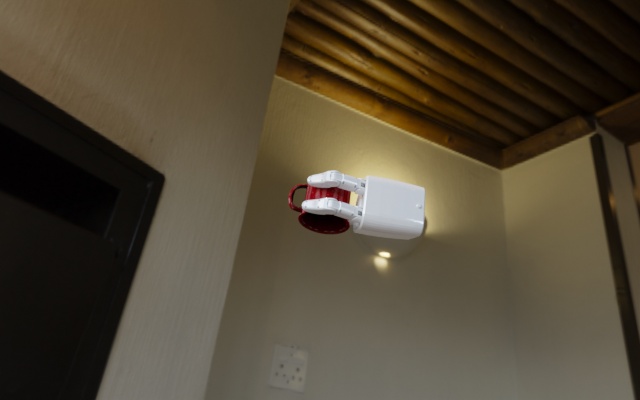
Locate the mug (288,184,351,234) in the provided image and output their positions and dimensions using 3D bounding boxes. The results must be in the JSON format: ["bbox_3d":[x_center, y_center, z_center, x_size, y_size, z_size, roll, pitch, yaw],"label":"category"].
[{"bbox_3d":[-0.001,0.002,0.865,0.117,0.081,0.093,12,-28,-3],"label":"mug"}]
